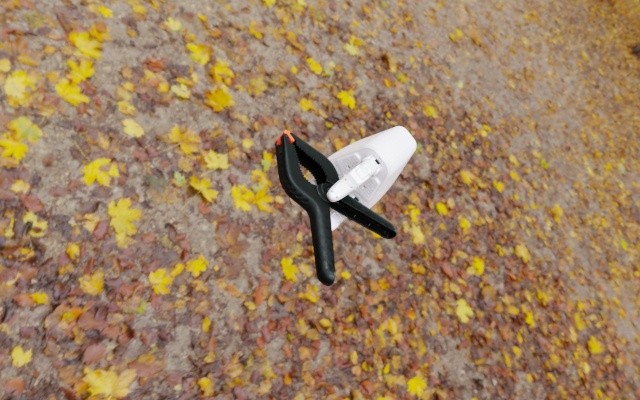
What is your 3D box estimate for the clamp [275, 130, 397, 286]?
[{"bbox_3d":[0.000,0.001,0.632,0.036,0.210,0.164,-39,-1,42],"label":"clamp"}]
